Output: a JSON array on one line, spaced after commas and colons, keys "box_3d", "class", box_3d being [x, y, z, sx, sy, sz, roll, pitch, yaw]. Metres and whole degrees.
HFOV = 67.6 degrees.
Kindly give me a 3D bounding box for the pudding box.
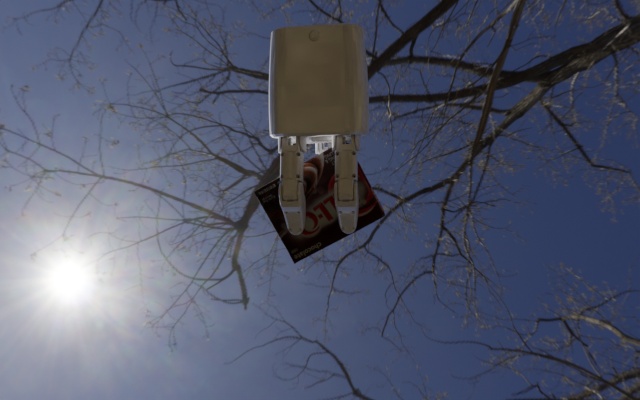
[{"box_3d": [0.000, 0.002, 0.516, 0.113, 0.090, 0.039, -29, 2, 10], "class": "pudding box"}]
